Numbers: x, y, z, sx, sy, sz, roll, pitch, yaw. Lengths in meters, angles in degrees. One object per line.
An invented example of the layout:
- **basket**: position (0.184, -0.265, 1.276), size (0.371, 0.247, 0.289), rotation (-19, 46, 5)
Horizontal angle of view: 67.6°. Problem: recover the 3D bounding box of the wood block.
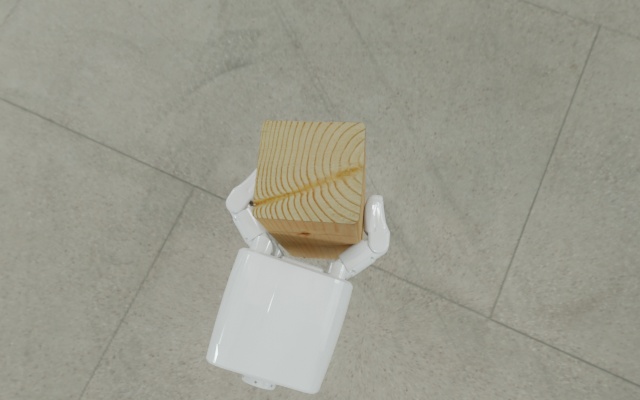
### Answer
- **wood block**: position (0.000, 0.002, 0.493), size (0.091, 0.090, 0.206), rotation (3, -15, 6)
